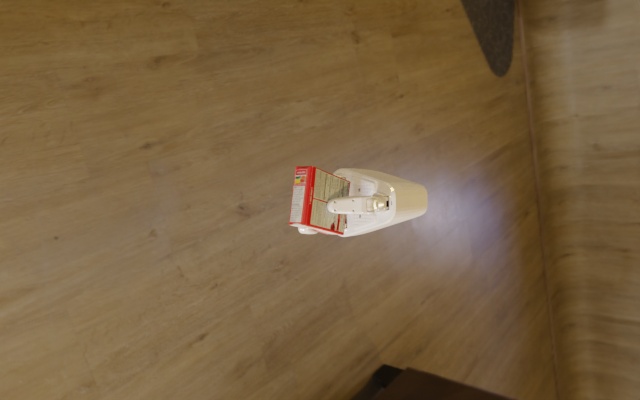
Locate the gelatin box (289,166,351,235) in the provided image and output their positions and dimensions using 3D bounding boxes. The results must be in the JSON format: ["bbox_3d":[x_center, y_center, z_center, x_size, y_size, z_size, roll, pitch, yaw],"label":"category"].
[{"bbox_3d":[0.000,0.002,0.602,0.030,0.073,0.089,0,-10,35],"label":"gelatin box"}]
